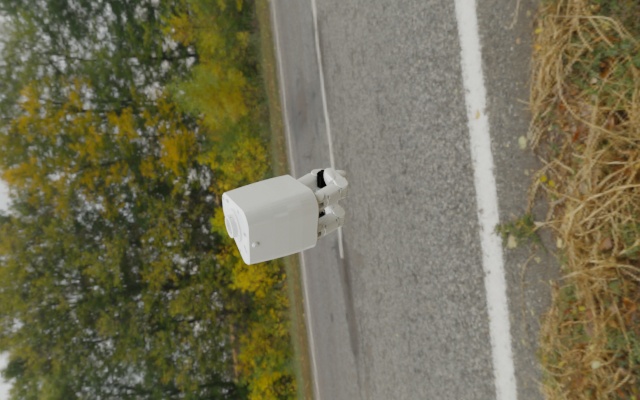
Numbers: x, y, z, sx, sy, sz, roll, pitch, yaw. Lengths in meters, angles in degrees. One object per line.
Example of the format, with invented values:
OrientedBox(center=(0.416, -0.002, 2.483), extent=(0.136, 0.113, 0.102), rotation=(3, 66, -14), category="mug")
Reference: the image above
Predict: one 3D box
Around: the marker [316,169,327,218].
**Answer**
OrientedBox(center=(0.000, 0.002, 0.770), extent=(0.020, 0.121, 0.020), rotation=(3, 37, -2), category="marker")
